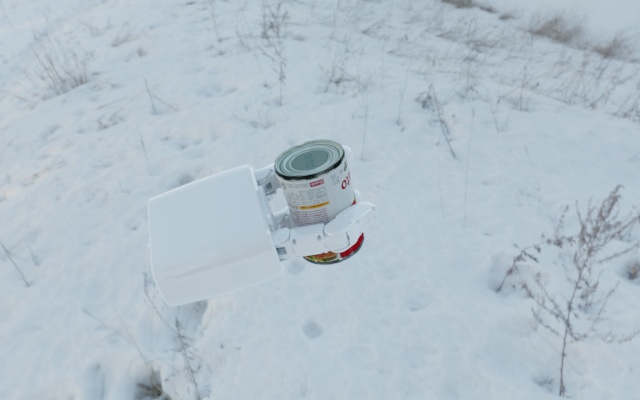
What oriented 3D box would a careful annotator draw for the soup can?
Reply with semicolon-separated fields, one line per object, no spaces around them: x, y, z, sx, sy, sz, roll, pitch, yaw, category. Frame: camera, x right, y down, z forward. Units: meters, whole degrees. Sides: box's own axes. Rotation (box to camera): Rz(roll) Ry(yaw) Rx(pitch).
0.001;0.001;0.457;0.068;0.102;0.068;-11;33;7;soup can
